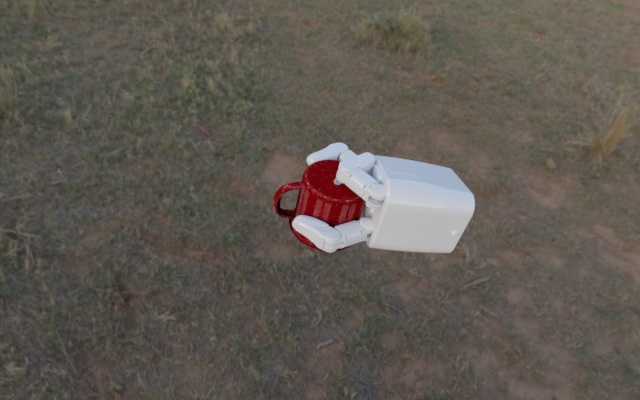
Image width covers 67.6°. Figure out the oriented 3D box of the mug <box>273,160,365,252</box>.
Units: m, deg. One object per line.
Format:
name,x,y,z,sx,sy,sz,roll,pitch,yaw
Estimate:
mug,-0.001,0.002,0.596,0.117,0.082,0.093,6,42,-9
